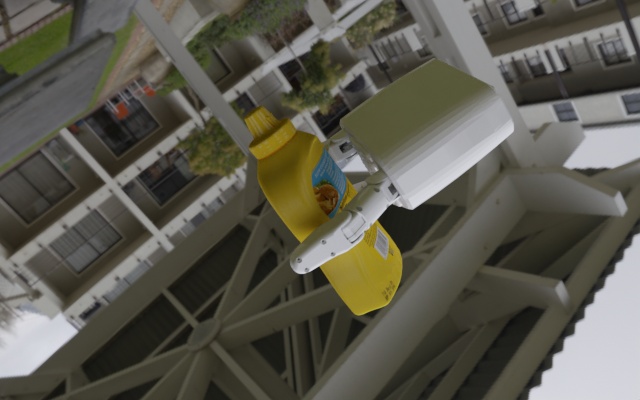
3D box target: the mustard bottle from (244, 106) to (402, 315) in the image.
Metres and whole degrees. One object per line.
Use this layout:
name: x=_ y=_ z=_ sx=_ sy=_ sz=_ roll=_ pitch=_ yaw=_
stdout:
mustard bottle: x=0.000 y=0.002 z=0.412 sx=0.058 sy=0.192 sz=0.096 roll=-26 pitch=22 yaw=26
